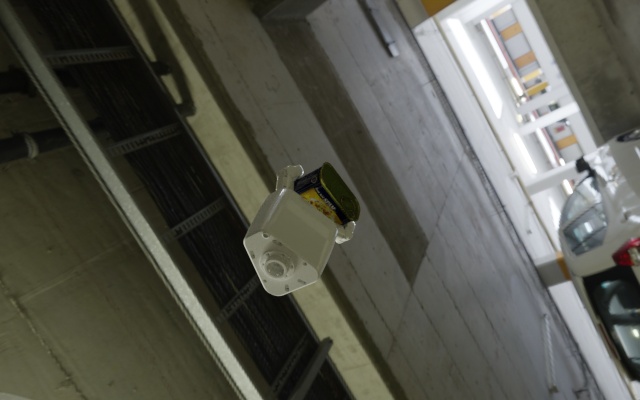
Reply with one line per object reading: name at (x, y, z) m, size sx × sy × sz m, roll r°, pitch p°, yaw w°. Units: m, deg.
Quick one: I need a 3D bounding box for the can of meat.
can of meat at (0.000, 0.003, 0.758) m, size 0.084 × 0.102 × 0.057 m, roll -27°, pitch 25°, yaw 27°
